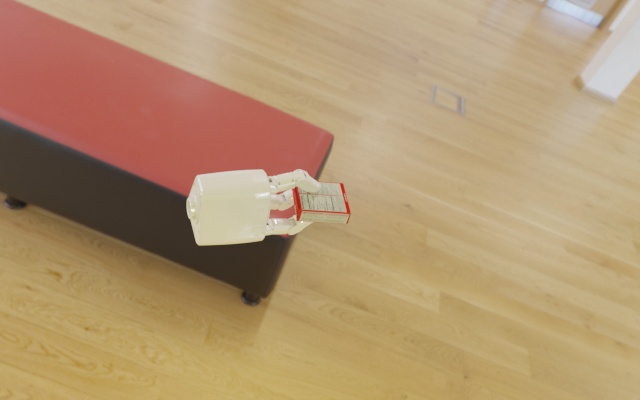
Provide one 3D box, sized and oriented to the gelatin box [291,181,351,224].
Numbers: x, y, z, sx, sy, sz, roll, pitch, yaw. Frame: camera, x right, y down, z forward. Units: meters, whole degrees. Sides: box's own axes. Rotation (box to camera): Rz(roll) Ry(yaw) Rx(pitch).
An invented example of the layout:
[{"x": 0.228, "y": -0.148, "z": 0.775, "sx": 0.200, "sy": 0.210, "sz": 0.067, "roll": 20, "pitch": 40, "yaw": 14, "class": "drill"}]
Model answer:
[{"x": 0.001, "y": 0.002, "z": 0.796, "sx": 0.089, "sy": 0.030, "sz": 0.073, "roll": 3, "pitch": 44, "yaw": -15, "class": "gelatin box"}]
